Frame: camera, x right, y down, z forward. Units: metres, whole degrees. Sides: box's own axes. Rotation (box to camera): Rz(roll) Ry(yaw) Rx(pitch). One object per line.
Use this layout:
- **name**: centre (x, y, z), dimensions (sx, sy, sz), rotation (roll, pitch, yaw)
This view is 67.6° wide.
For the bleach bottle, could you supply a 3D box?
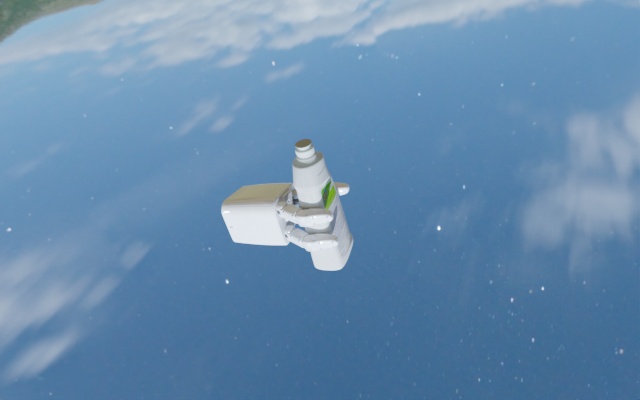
- **bleach bottle**: centre (0.000, 0.003, 0.840), dimensions (0.068, 0.251, 0.102), rotation (0, 38, 19)
